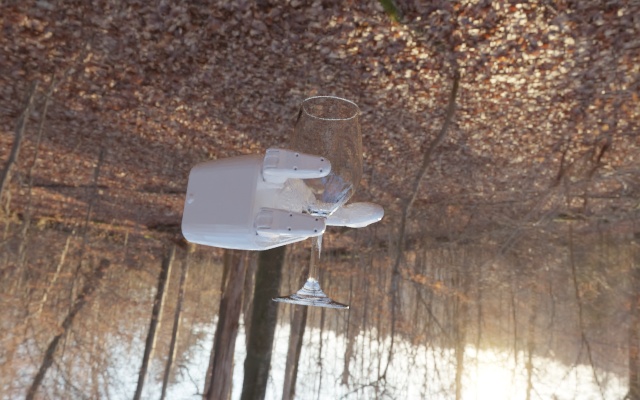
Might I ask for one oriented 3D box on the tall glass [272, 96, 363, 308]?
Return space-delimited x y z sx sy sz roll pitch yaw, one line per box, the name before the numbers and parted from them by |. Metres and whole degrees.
tall glass | 0.000 0.002 0.476 0.079 0.201 0.079 6 -10 1
